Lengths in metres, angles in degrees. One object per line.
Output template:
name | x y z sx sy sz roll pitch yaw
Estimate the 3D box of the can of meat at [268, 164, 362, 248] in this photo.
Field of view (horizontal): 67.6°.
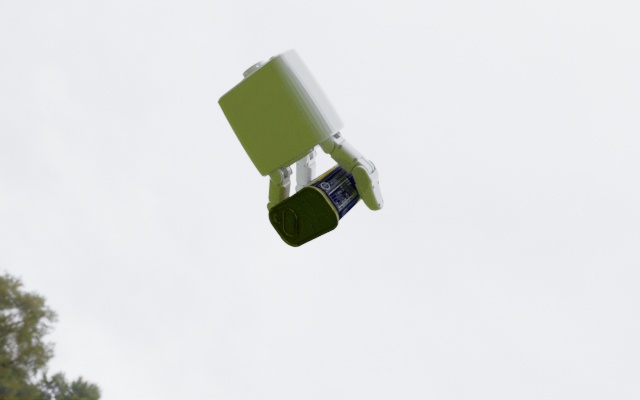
can of meat | 0.000 0.002 0.570 0.102 0.057 0.084 -30 8 45
